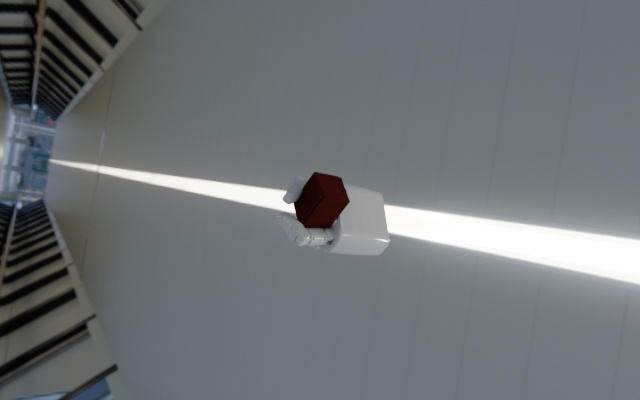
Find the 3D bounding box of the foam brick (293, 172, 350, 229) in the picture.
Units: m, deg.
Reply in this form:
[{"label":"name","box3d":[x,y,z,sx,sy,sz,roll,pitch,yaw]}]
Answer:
[{"label":"foam brick","box3d":[0.000,0.002,0.744,0.051,0.053,0.078,10,-45,-30]}]
